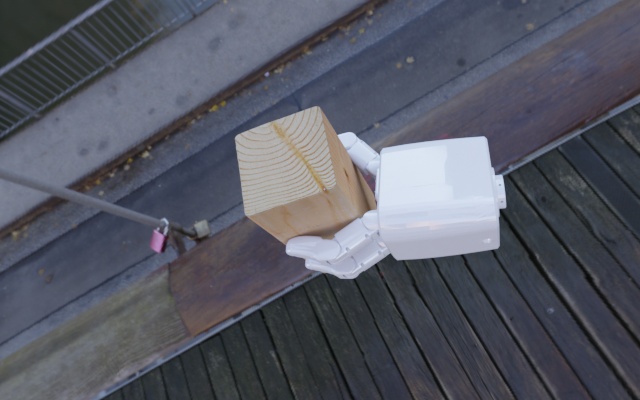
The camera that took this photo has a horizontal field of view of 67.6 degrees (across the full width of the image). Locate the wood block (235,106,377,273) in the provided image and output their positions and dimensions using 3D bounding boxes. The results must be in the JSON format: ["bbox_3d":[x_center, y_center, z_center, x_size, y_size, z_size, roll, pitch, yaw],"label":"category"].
[{"bbox_3d":[0.000,0.001,0.518,0.090,0.090,0.206,-18,-28,13],"label":"wood block"}]
